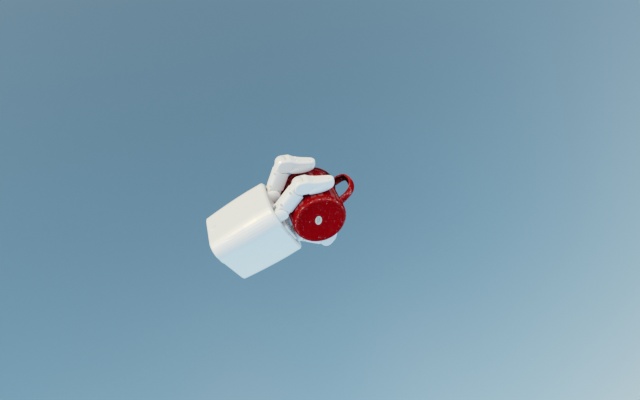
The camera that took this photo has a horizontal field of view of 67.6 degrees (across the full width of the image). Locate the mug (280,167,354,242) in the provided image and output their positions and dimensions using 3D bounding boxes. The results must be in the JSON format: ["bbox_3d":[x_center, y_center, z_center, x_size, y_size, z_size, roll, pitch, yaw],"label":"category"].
[{"bbox_3d":[0.001,0.002,0.728,0.117,0.093,0.081,-31,37,4],"label":"mug"}]
